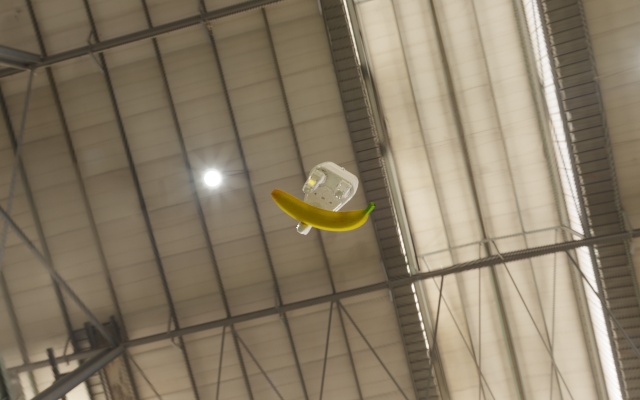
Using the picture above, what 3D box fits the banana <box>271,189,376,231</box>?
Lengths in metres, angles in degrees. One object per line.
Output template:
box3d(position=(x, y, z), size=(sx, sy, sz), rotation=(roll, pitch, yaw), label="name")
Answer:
box3d(position=(0.002, 0.021, 0.888), size=(0.198, 0.070, 0.037), rotation=(7, 19, 11), label="banana")
